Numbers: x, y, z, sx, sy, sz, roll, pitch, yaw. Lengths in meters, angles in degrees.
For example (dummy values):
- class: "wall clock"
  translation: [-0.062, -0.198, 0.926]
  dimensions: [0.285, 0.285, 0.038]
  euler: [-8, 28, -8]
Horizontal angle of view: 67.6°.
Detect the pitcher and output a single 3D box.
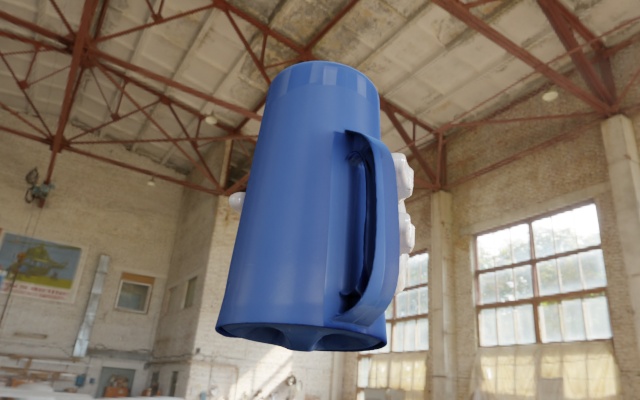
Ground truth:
- class: "pitcher"
  translation: [0.000, 0.001, 0.409]
  dimensions: [0.149, 0.242, 0.145]
  euler: [-2, -24, 15]
